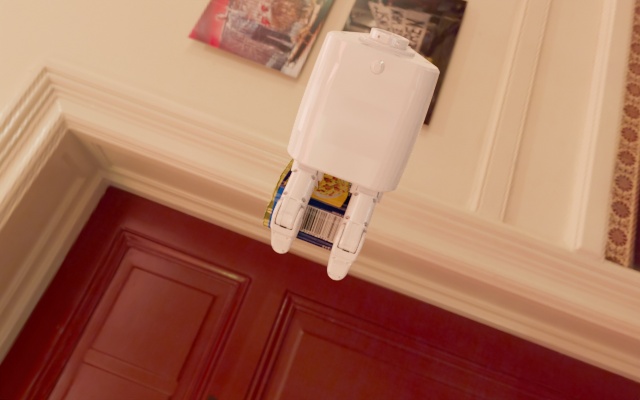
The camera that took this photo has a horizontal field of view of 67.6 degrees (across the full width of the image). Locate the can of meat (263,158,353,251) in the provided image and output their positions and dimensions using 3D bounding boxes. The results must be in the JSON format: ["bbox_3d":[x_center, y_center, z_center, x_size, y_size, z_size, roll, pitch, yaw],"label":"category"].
[{"bbox_3d":[0.000,0.001,0.464,0.084,0.057,0.102,21,28,3],"label":"can of meat"}]
